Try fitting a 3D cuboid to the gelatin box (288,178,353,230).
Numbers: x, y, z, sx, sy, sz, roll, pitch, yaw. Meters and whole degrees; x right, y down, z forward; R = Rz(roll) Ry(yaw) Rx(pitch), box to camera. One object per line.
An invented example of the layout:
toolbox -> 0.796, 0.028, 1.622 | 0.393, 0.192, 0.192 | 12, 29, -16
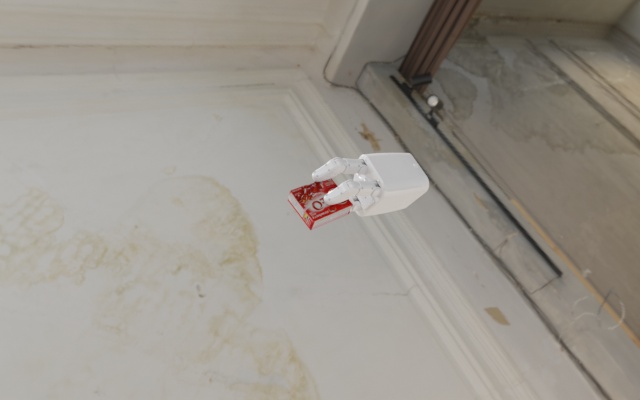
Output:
gelatin box -> 0.000, 0.003, 0.824 | 0.089, 0.073, 0.030 | -22, -29, -31
